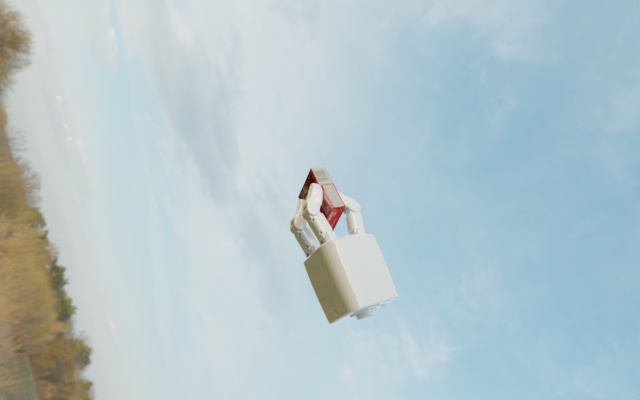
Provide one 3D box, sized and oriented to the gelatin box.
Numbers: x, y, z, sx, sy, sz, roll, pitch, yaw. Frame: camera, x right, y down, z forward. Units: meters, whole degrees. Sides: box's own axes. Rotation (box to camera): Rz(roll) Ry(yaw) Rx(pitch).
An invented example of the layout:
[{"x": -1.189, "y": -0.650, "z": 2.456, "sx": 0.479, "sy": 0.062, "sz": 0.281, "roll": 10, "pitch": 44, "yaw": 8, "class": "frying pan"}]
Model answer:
[{"x": 0.000, "y": 0.002, "z": 0.769, "sx": 0.030, "sy": 0.089, "sz": 0.073, "roll": -7, "pitch": -36, "yaw": -29, "class": "gelatin box"}]
